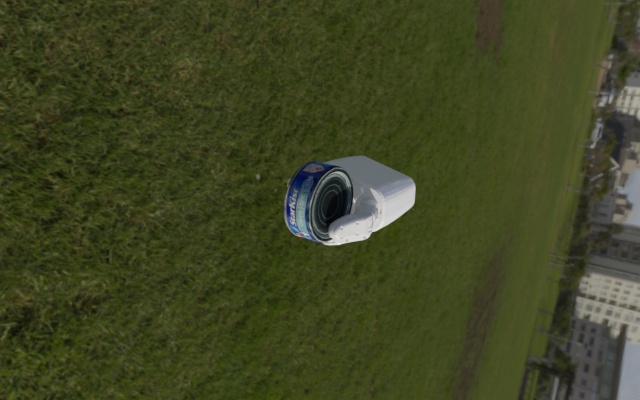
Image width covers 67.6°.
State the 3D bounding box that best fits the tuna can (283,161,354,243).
[{"bbox_3d":[0.001,0.002,0.519,0.033,0.086,0.086,15,8,34],"label":"tuna can"}]
